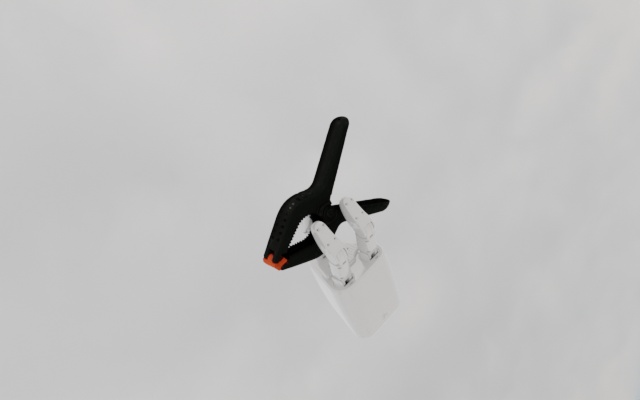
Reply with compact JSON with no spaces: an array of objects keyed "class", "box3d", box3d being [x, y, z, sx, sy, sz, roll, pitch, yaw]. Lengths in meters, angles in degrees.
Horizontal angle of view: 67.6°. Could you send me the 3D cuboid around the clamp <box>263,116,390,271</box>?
[{"class":"clamp","box3d":[-0.001,0.002,0.629,0.210,0.165,0.036,-41,33,-26]}]
